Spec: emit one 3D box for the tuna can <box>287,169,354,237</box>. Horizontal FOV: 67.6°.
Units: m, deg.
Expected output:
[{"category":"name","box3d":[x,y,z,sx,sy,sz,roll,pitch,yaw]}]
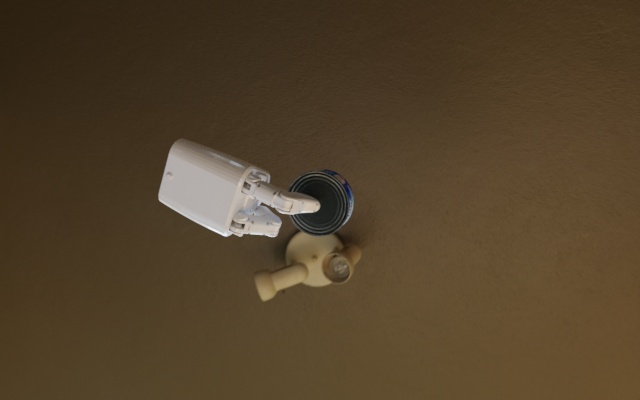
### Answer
[{"category":"tuna can","box3d":[0.000,0.002,0.628,0.086,0.086,0.033,0,10,18]}]
